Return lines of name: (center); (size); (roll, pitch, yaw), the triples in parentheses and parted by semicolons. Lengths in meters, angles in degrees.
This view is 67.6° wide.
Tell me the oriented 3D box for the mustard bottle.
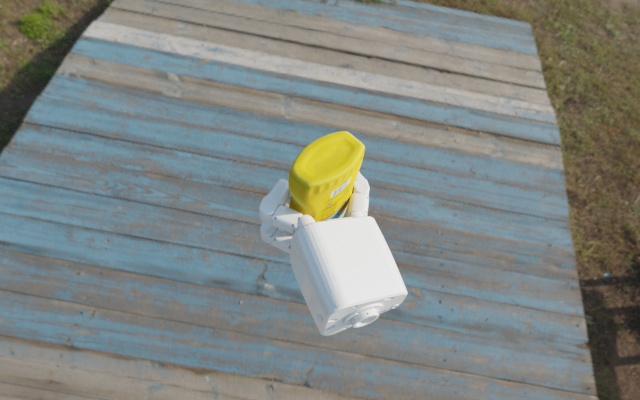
mustard bottle: (0.000, 0.002, 0.612); (0.096, 0.058, 0.192); (-39, -21, -27)
